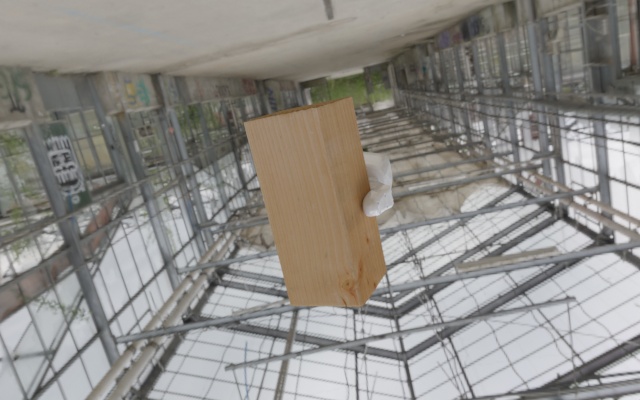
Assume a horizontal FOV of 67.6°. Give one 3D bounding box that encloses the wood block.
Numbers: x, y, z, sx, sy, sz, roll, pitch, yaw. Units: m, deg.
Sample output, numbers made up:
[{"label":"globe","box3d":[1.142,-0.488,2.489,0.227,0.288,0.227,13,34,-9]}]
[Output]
[{"label":"wood block","box3d":[0.001,0.002,0.519,0.091,0.206,0.090,-6,15,28]}]
